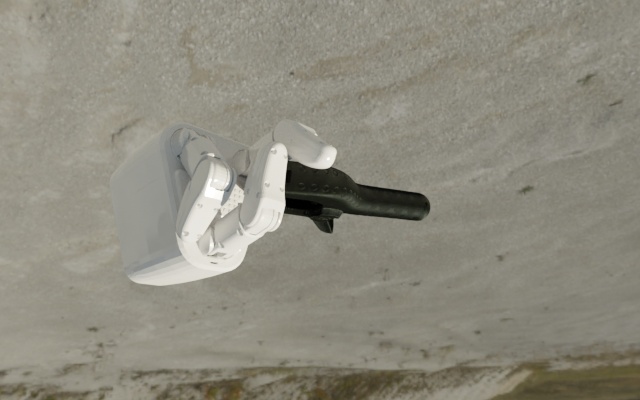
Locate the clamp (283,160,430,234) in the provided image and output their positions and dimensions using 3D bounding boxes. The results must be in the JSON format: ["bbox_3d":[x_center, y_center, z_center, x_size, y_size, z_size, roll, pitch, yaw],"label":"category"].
[{"bbox_3d":[0.000,0.002,0.411,0.171,0.039,0.120,17,-28,-41],"label":"clamp"}]
